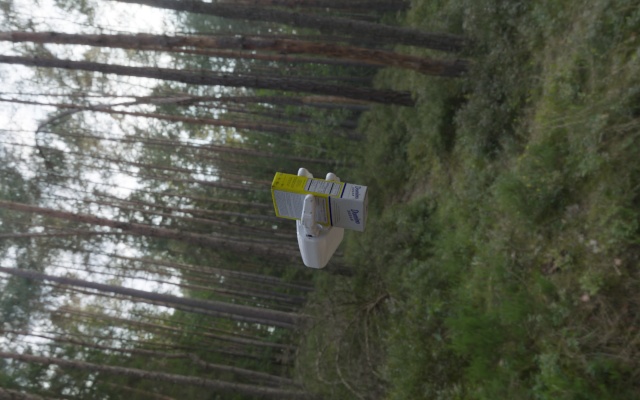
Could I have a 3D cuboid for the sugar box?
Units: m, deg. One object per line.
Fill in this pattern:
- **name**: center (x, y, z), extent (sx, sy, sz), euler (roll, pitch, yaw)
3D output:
- **sugar box**: center (0.000, 0.003, 0.897), extent (0.176, 0.048, 0.093), euler (8, -38, 10)
